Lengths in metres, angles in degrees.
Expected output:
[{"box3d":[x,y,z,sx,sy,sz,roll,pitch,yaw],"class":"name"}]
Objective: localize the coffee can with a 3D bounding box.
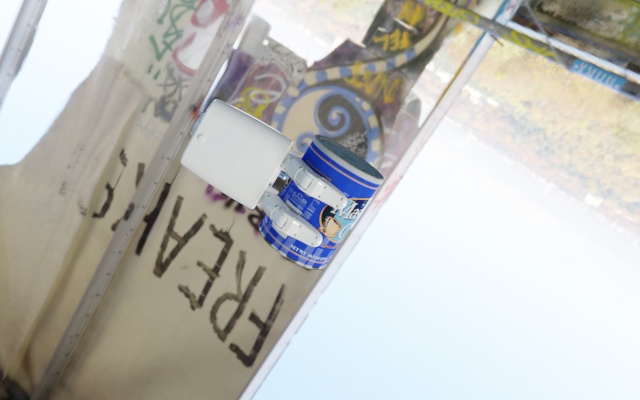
[{"box3d":[0.000,0.002,0.610,0.103,0.140,0.102,31,15,-9],"class":"coffee can"}]
